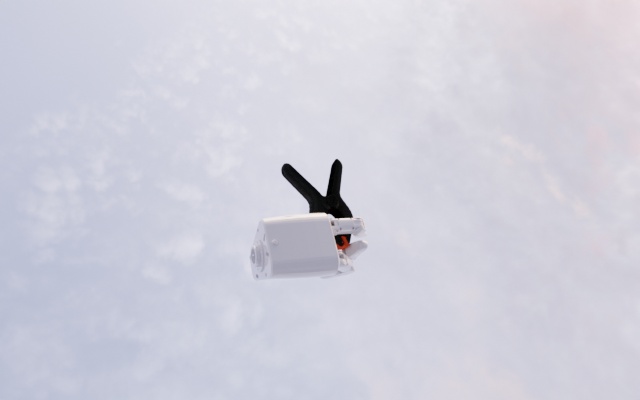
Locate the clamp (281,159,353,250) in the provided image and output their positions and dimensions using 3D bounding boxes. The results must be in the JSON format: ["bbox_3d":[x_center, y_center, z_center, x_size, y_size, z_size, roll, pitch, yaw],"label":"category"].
[{"bbox_3d":[0.000,0.003,0.801,0.120,0.171,0.039,-2,-28,-24],"label":"clamp"}]
